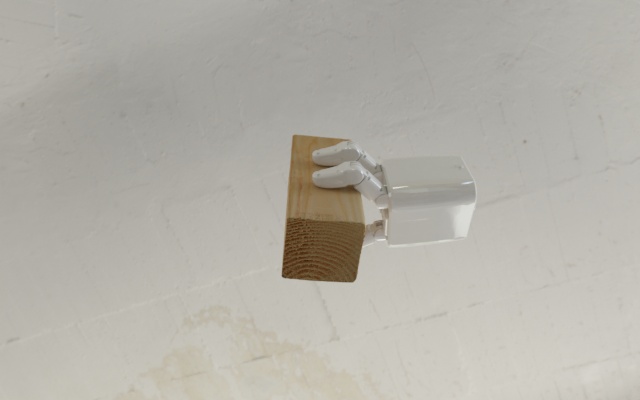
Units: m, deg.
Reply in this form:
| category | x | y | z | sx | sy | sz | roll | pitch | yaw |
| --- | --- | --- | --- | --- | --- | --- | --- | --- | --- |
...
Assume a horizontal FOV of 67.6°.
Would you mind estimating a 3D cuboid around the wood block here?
| category | x | y | z | sx | sy | sz | roll | pitch | yaw |
| --- | --- | --- | --- | --- | --- | --- | --- | --- | --- |
| wood block | 0.000 | 0.002 | 0.623 | 0.090 | 0.091 | 0.206 | 4 | 33 | -4 |
